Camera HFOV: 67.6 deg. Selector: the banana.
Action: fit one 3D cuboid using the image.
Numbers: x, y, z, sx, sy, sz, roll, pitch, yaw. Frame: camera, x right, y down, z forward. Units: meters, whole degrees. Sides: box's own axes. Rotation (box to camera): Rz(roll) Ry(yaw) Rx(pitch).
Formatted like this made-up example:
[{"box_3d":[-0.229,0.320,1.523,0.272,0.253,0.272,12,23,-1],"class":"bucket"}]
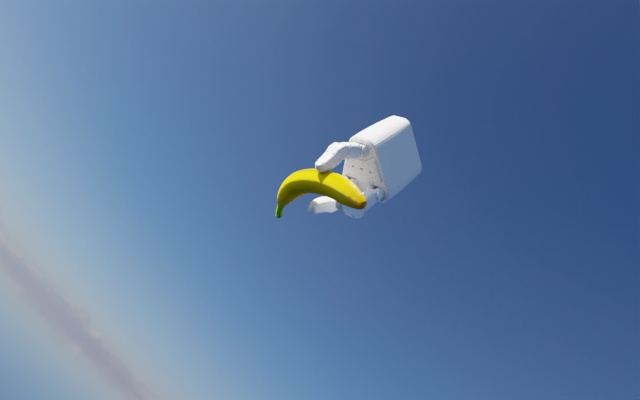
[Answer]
[{"box_3d":[-0.007,-0.015,0.725,0.037,0.069,0.198,-22,10,-40],"class":"banana"}]
